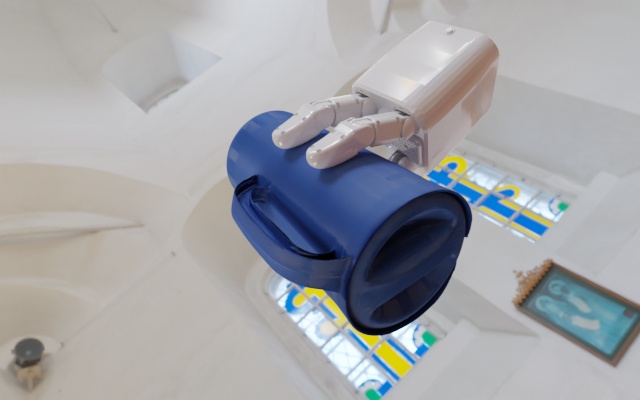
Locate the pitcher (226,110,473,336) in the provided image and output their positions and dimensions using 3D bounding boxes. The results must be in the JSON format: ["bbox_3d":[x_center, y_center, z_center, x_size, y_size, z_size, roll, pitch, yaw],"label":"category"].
[{"bbox_3d":[0.000,0.001,0.444,0.242,0.145,0.149,38,-12,44],"label":"pitcher"}]
